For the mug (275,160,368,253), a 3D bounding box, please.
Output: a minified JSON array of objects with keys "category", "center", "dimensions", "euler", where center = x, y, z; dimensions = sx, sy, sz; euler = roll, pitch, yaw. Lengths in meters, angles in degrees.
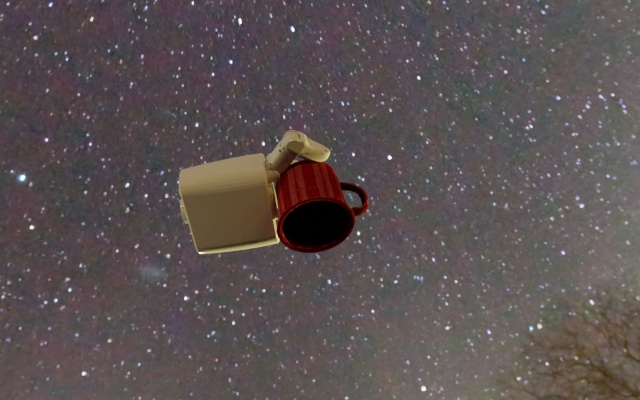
[{"category":"mug","center":[0.001,0.001,0.587],"dimensions":[0.117,0.093,0.081],"euler":[-9,44,-5]}]
